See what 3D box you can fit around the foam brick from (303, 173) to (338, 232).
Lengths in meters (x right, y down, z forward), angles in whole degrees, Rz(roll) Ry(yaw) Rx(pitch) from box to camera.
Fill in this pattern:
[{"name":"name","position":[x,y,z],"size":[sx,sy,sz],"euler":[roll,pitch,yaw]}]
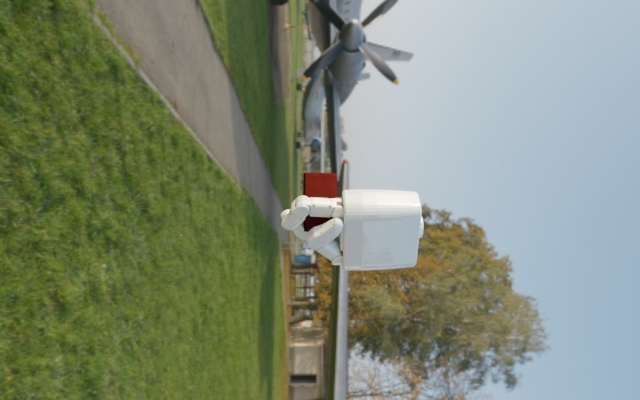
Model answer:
[{"name":"foam brick","position":[0.000,0.002,0.716],"size":[0.051,0.078,0.053],"euler":[-1,-45,0]}]
